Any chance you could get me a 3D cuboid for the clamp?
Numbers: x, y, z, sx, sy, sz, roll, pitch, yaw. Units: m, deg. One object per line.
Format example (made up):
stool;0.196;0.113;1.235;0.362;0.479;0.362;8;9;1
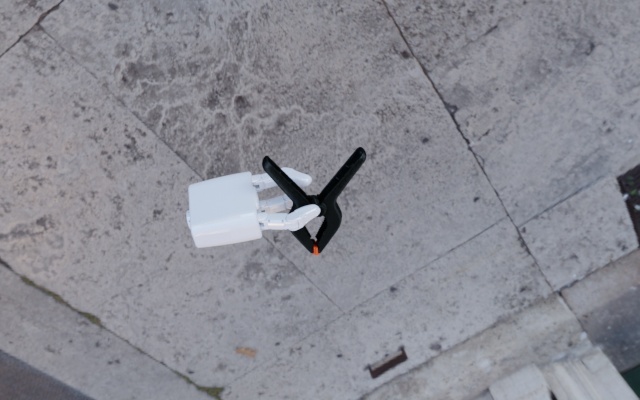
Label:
clamp;0.000;0.004;0.795;0.164;0.210;0.036;-11;37;-5
